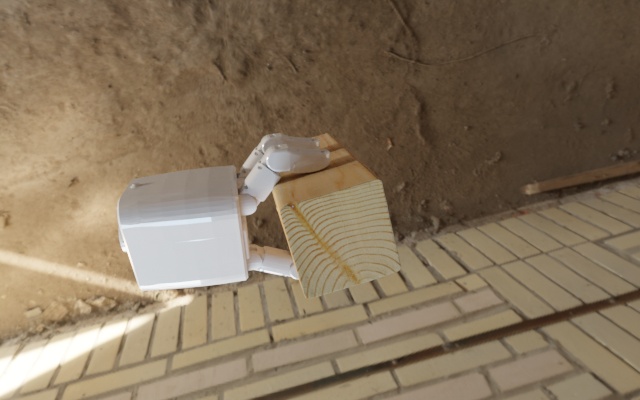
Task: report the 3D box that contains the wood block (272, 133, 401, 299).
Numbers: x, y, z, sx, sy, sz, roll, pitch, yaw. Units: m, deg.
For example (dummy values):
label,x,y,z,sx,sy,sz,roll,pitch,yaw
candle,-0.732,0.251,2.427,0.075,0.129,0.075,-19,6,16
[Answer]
label,x,y,z,sx,sy,sz,roll,pitch,yaw
wood block,0.000,0.002,0.493,0.090,0.091,0.206,-17,21,-5
